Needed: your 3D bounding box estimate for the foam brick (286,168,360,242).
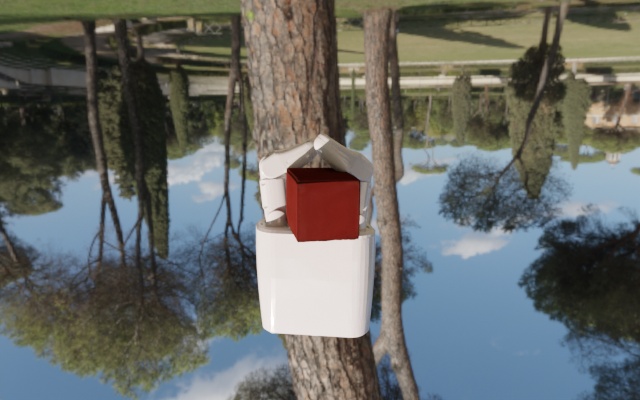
[{"bbox_3d":[0.000,0.001,0.417,0.053,0.051,0.078,-1,11,-10],"label":"foam brick"}]
